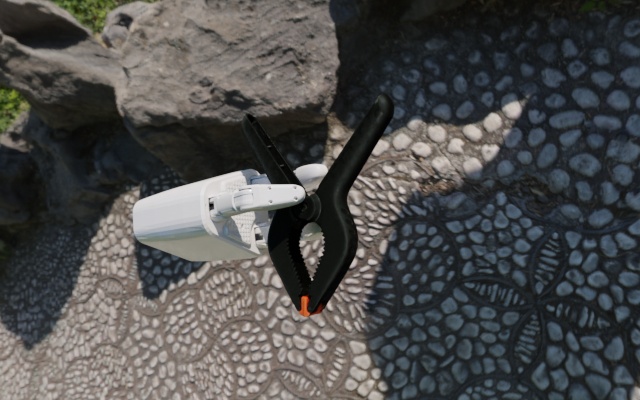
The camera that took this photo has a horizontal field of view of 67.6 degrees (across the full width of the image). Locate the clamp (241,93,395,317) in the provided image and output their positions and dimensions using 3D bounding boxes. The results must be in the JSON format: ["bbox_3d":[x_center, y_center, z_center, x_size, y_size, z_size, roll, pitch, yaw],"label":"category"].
[{"bbox_3d":[0.000,0.002,0.452,0.164,0.210,0.036,-10,-9,29],"label":"clamp"}]
